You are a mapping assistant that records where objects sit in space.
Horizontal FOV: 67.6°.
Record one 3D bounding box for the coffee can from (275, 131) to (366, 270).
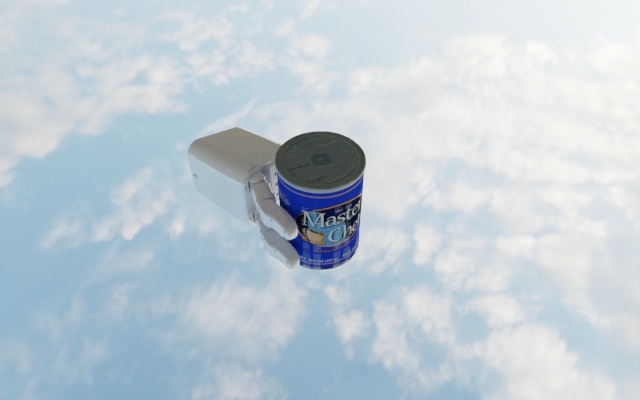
[{"bbox_3d":[0.000,0.002,0.584,0.103,0.140,0.102,0,45,0],"label":"coffee can"}]
